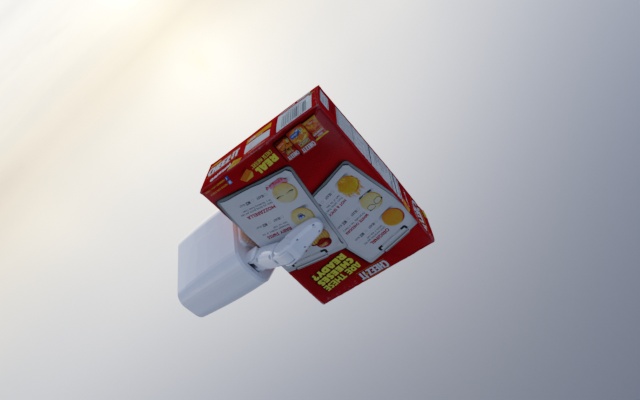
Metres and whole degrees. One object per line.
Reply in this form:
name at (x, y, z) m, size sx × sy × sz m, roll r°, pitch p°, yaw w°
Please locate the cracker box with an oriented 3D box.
cracker box at (0.000, 0.002, 0.545) m, size 0.164 × 0.214 × 0.072 m, roll -33°, pitch 28°, yaw 21°
